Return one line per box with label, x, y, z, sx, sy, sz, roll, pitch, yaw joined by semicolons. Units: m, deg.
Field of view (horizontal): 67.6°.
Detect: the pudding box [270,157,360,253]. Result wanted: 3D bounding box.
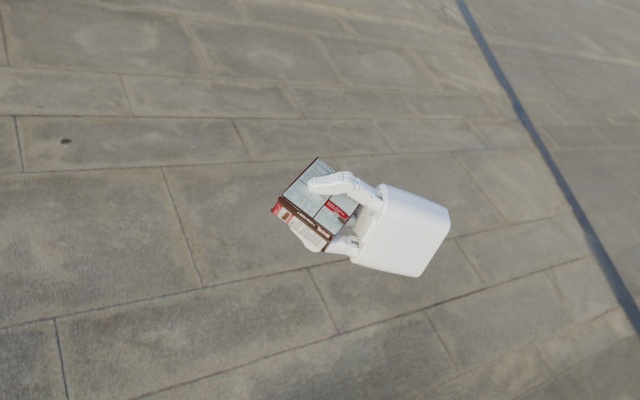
pudding box;0.000;0.002;0.638;0.090;0.039;0.113;37;41;3
